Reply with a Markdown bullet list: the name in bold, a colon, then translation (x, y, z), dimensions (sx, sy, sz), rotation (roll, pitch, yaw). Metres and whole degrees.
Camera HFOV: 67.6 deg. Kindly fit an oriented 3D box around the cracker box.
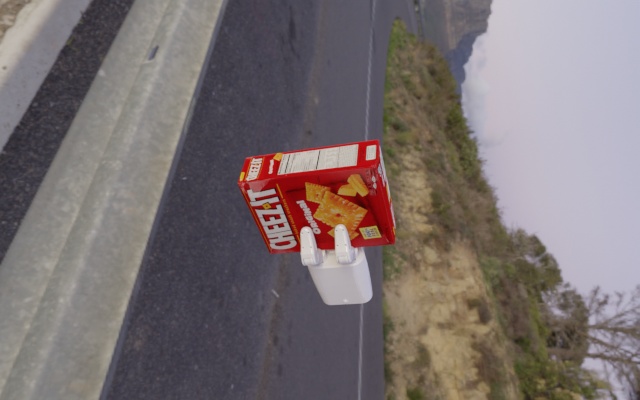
- **cracker box**: translation (0.000, 0.002, 0.749), dimensions (0.214, 0.164, 0.072), rotation (-6, 40, 14)
